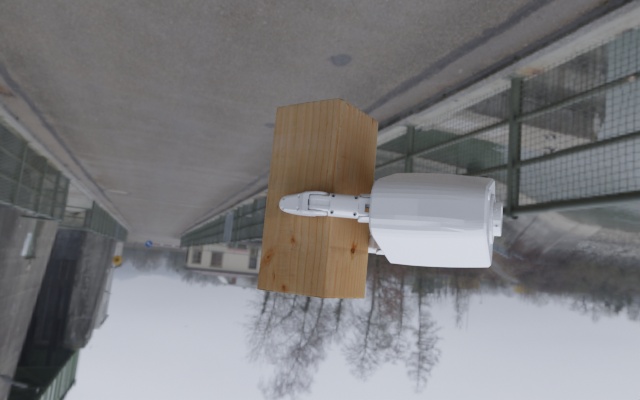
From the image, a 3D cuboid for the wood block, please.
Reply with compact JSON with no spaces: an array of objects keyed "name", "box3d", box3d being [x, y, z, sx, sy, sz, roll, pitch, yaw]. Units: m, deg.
[{"name":"wood block","box3d":[0.000,0.002,0.540,0.090,0.206,0.091,0,-10,34]}]
